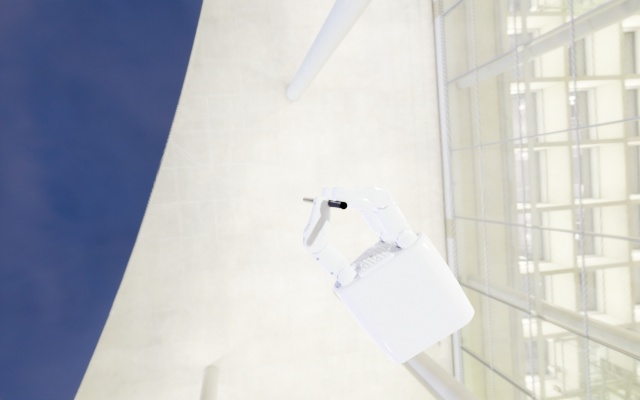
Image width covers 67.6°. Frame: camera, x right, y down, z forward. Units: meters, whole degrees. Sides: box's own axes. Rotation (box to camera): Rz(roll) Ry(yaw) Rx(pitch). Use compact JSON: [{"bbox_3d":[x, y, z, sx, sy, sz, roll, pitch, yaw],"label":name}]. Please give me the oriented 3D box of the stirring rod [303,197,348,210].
[{"bbox_3d":[0.000,0.002,0.567,0.011,0.011,0.239,0,1,-10],"label":"stirring rod"}]
